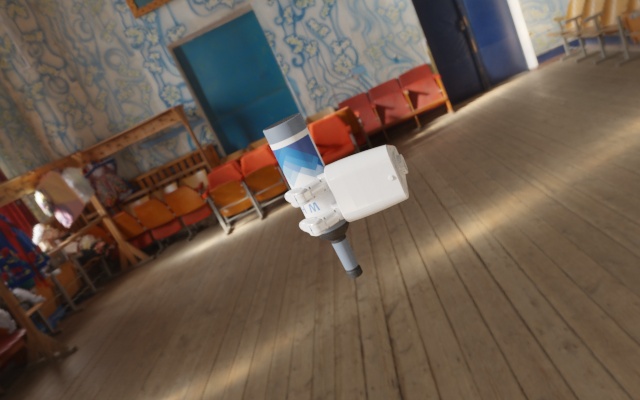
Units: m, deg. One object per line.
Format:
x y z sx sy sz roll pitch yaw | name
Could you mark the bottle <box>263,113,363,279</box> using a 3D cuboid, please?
0.000 0.002 0.798 0.069 0.296 0.069 -24 16 7 | bottle
